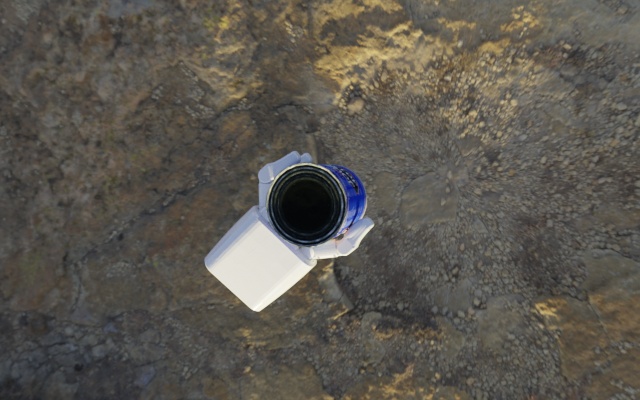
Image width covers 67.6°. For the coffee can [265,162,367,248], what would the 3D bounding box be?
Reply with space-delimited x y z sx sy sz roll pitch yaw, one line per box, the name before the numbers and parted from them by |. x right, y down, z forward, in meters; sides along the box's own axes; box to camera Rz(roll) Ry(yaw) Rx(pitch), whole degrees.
coffee can | 0.000 0.002 0.635 0.103 0.103 0.140 0 3 15
